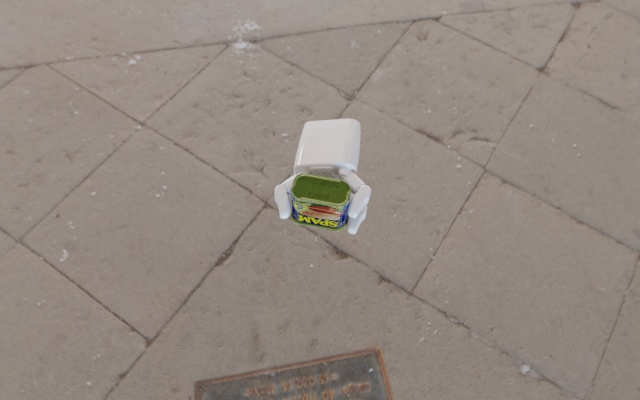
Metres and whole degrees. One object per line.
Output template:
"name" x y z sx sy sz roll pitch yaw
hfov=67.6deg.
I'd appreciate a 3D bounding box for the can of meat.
"can of meat" 0.000 0.003 0.807 0.102 0.057 0.084 10 -31 4
